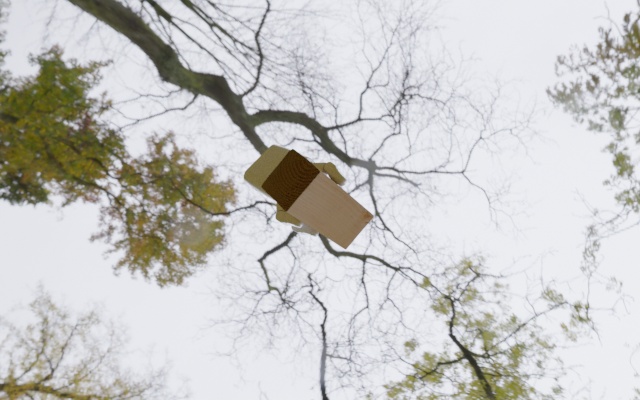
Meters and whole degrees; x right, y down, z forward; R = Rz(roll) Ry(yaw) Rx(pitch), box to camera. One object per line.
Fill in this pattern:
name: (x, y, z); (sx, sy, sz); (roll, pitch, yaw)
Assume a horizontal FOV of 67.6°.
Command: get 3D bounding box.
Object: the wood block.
wood block: (0.000, 0.003, 0.888); (0.090, 0.091, 0.206); (42, 4, 40)
